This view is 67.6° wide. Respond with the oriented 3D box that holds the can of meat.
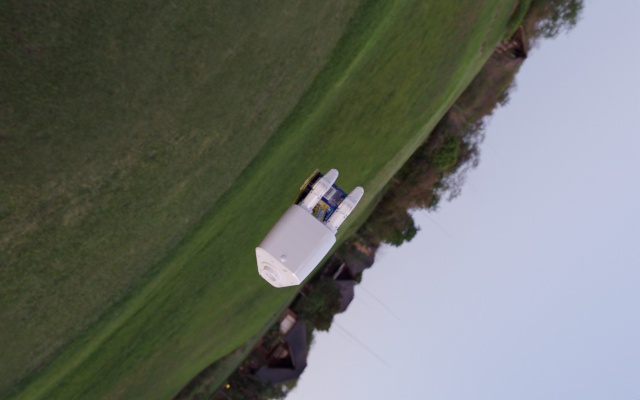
[{"bbox_3d":[0.000,0.003,0.881,0.057,0.084,0.102,-49,-3,-34],"label":"can of meat"}]
